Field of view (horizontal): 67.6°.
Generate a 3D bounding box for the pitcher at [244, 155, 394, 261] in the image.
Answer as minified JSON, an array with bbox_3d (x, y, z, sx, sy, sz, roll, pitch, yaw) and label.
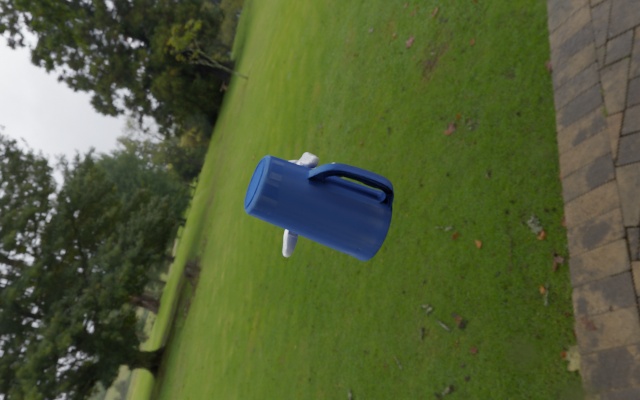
[{"bbox_3d":[0.000,0.003,0.841,0.243,0.149,0.145,20,-3,-17],"label":"pitcher"}]
